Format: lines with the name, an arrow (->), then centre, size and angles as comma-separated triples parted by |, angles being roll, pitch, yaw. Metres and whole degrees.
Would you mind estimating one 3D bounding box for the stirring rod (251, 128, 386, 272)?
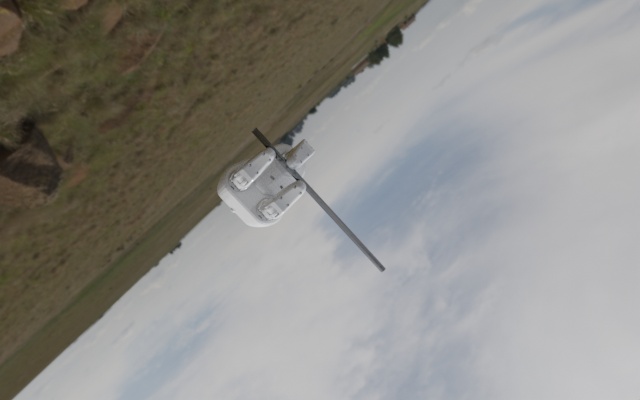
stirring rod -> 0.000, 0.002, 0.594 | 0.011, 0.239, 0.011 | -41, 9, 8
